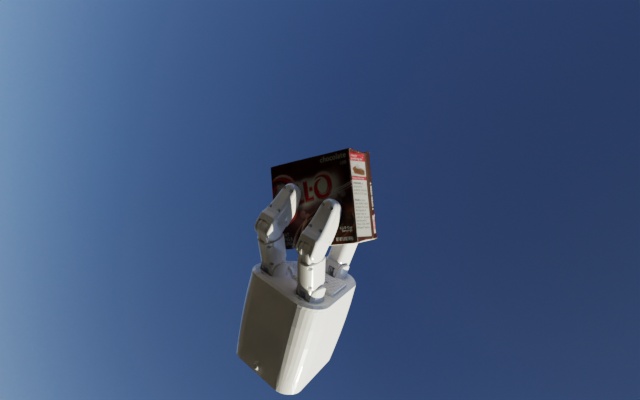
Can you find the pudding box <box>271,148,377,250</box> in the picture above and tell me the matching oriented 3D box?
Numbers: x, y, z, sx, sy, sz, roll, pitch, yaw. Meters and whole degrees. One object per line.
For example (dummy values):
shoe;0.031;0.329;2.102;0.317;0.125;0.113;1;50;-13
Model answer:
pudding box;0.000;0.002;0.486;0.113;0.090;0.039;-9;-6;40
